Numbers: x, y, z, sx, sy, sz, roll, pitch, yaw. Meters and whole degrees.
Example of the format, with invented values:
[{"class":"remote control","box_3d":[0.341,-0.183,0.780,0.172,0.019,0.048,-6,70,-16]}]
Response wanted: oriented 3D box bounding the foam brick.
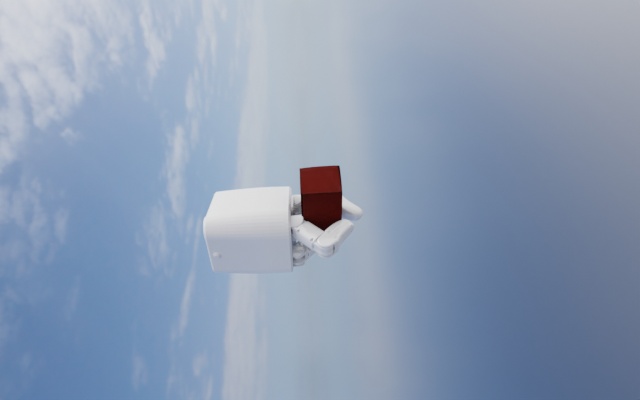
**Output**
[{"class":"foam brick","box_3d":[0.000,0.002,0.607,0.051,0.078,0.053,-2,42,-2]}]
